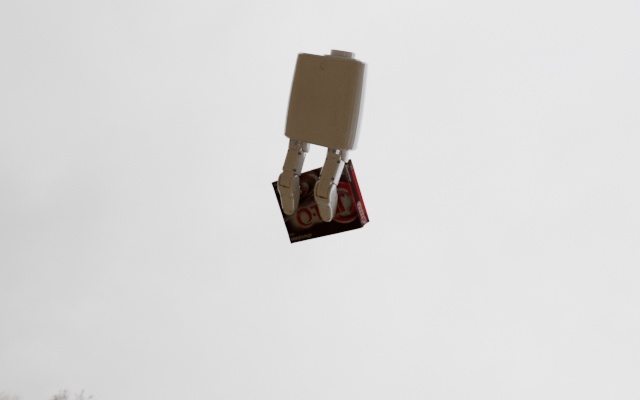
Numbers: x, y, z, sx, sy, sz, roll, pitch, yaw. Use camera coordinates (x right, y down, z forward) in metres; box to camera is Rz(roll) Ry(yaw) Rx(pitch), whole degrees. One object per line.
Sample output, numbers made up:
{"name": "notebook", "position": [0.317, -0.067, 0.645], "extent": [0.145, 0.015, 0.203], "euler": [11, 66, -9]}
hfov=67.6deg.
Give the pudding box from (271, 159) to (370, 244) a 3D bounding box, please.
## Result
{"name": "pudding box", "position": [0.000, 0.002, 0.640], "extent": [0.113, 0.090, 0.039], "euler": [-15, 4, 29]}
